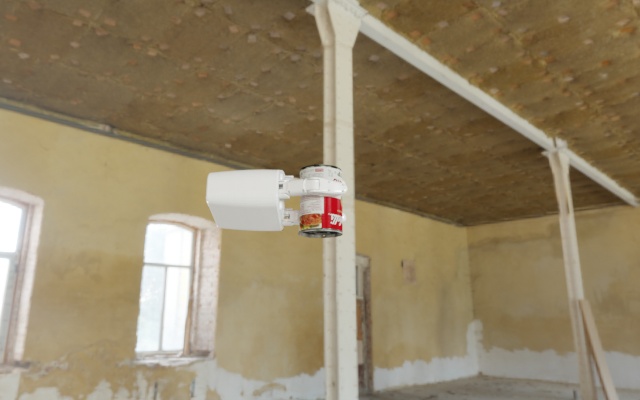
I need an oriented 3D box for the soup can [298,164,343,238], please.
[{"bbox_3d":[0.001,0.002,0.734,0.068,0.102,0.068,0,-14,0],"label":"soup can"}]
